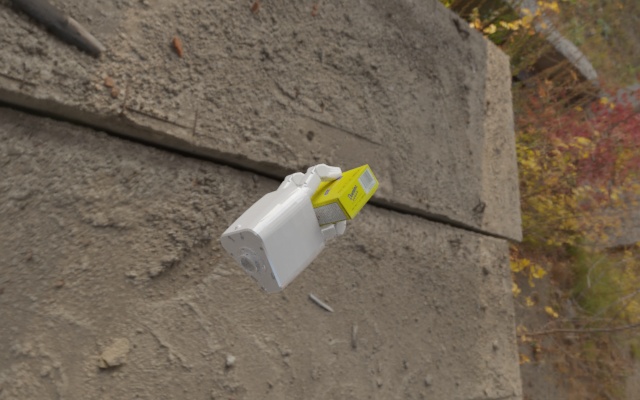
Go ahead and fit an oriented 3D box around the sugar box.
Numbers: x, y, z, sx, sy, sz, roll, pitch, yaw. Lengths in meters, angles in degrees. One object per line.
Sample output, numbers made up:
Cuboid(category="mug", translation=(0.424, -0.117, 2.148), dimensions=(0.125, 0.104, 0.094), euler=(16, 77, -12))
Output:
Cuboid(category="sugar box", translation=(0.000, 0.002, 0.759), dimensions=(0.176, 0.048, 0.093), euler=(-14, 25, 45))
